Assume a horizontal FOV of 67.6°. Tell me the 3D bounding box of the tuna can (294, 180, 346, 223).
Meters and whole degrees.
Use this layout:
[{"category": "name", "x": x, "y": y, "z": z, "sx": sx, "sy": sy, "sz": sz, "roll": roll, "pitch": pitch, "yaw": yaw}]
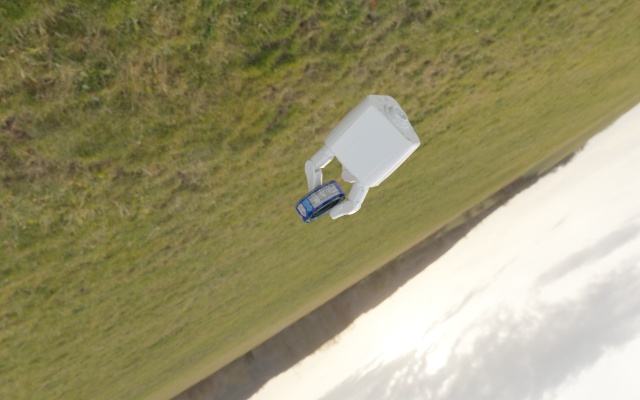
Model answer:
[{"category": "tuna can", "x": 0.000, "y": 0.003, "z": 0.818, "sx": 0.086, "sy": 0.033, "sz": 0.086, "roll": -32, "pitch": -10, "yaw": -7}]
